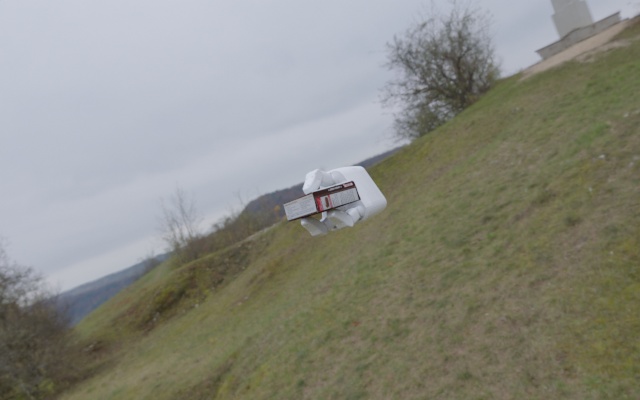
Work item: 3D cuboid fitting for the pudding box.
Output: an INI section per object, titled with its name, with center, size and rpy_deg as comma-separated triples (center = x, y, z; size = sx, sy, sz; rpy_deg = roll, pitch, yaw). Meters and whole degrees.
[pudding box]
center = 0.000, 0.003, 0.822
size = 0.090, 0.039, 0.113
rpy_deg = -17, -3, -31
